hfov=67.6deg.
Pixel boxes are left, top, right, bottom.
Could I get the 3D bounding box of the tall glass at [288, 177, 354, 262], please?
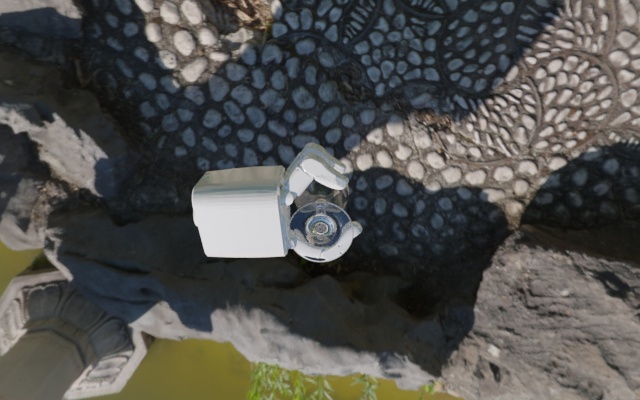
[{"bbox_3d":[0.000,0.002,0.625,0.079,0.079,0.201,0,20,0],"label":"tall glass"}]
